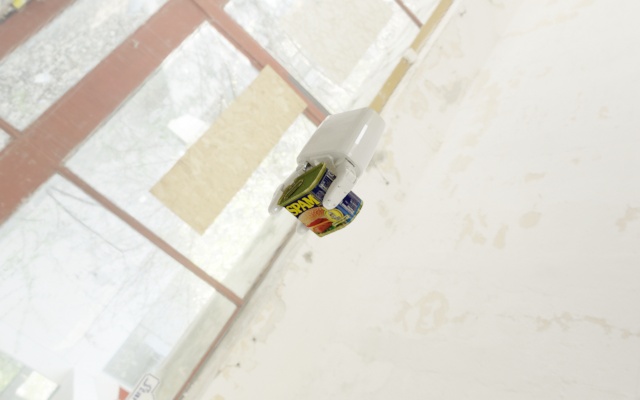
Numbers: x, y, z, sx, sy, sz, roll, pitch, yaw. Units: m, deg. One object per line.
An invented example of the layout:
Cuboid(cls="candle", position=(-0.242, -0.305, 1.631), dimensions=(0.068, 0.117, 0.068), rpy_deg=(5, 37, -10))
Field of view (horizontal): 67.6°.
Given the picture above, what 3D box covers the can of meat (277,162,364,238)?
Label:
Cuboid(cls="can of meat", position=(0.000, 0.003, 0.697), dimensions=(0.084, 0.057, 0.102), rpy_deg=(41, -36, -17))
